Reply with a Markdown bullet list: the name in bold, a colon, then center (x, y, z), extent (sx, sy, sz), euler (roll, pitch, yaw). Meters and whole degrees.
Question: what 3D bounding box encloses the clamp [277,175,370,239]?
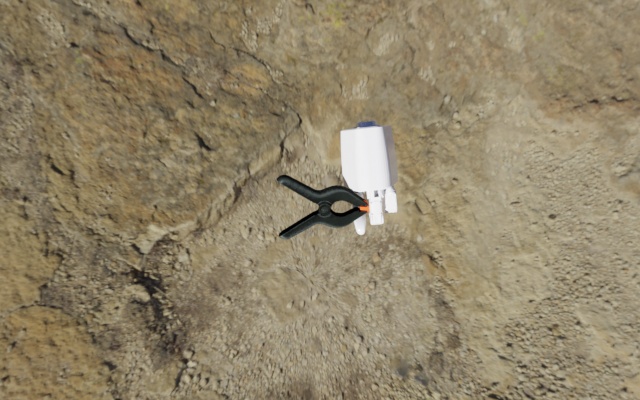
- **clamp**: center (0.000, 0.003, 0.853), extent (0.171, 0.120, 0.039), euler (-10, 25, -1)
